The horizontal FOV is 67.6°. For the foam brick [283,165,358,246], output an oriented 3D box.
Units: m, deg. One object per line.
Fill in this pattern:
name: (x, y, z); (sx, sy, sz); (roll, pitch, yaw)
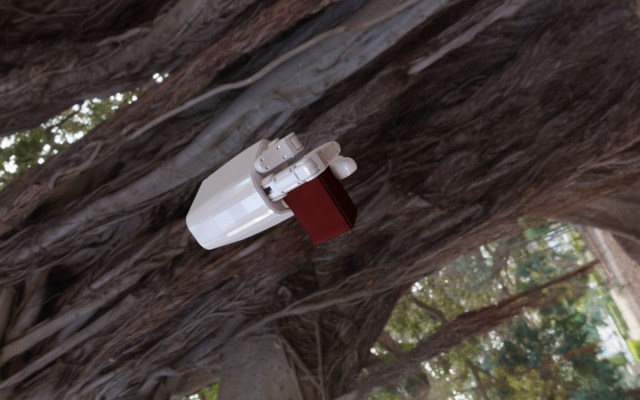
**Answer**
foam brick: (0.000, 0.002, 0.551); (0.051, 0.078, 0.053); (-29, 11, 20)
